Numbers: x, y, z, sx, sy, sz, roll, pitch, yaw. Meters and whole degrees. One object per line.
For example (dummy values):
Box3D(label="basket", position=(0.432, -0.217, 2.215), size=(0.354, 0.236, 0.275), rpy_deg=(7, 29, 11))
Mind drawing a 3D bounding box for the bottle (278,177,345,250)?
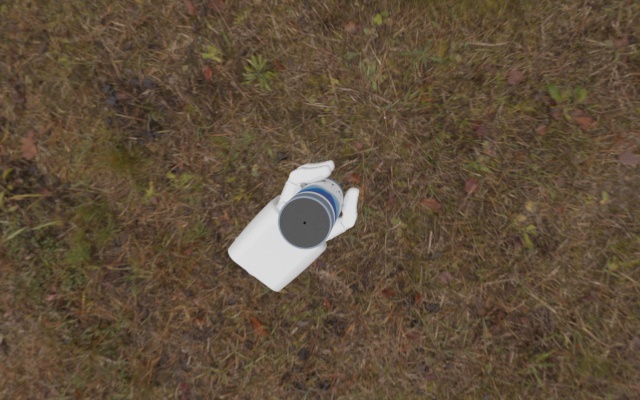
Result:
Box3D(label="bottle", position=(0.000, 0.002, 0.716), size=(0.069, 0.069, 0.295), rpy_deg=(0, 10, 8))
